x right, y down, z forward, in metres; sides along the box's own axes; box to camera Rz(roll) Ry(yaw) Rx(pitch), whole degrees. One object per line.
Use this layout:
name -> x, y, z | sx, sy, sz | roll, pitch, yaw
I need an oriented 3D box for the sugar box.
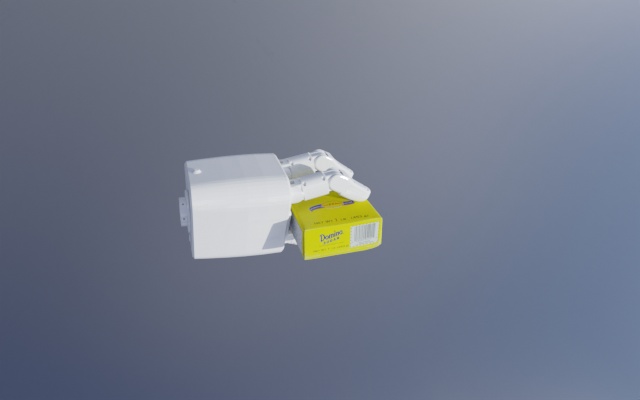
sugar box -> 0.000, 0.002, 0.593 | 0.093, 0.048, 0.176 | -8, 32, -16
